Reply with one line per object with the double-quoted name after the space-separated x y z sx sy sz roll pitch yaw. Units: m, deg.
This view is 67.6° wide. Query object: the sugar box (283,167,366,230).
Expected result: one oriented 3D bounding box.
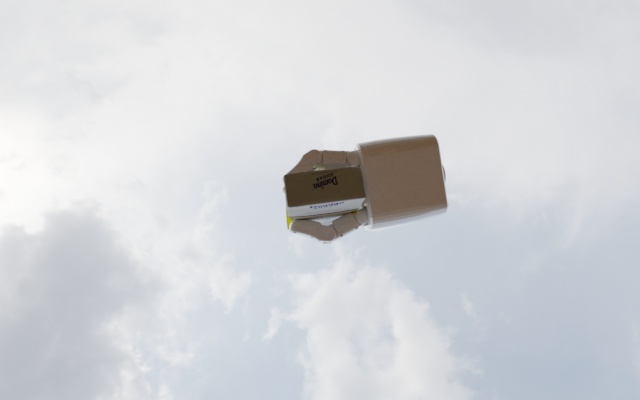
0.000 0.002 0.624 0.093 0.048 0.176 -7 -14 -6 "sugar box"
